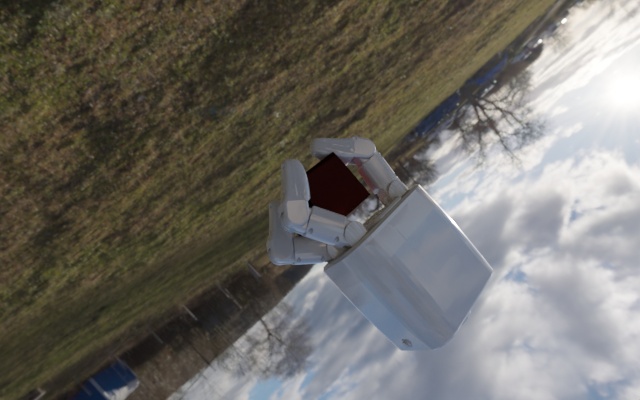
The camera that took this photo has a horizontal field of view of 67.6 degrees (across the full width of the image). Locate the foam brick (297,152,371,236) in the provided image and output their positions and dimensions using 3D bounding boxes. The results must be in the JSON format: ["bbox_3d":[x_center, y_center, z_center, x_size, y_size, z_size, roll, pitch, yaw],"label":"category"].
[{"bbox_3d":[0.000,0.001,0.447,0.053,0.051,0.078,-39,-4,-22],"label":"foam brick"}]
